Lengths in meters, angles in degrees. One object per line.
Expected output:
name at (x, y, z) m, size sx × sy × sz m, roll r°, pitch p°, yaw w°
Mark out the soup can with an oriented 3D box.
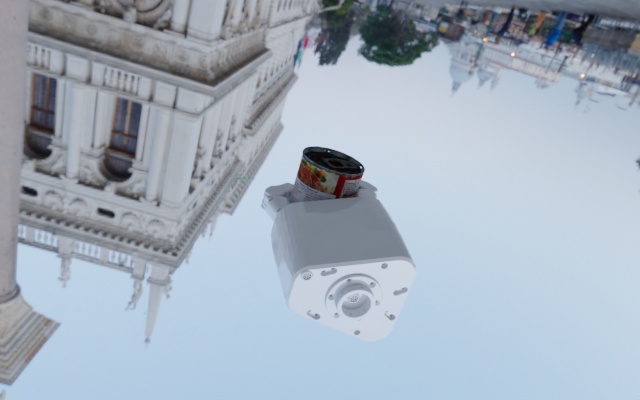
soup can at (0.000, 0.002, 0.516) m, size 0.068 × 0.102 × 0.068 m, roll 15°, pitch 24°, yaw -7°
